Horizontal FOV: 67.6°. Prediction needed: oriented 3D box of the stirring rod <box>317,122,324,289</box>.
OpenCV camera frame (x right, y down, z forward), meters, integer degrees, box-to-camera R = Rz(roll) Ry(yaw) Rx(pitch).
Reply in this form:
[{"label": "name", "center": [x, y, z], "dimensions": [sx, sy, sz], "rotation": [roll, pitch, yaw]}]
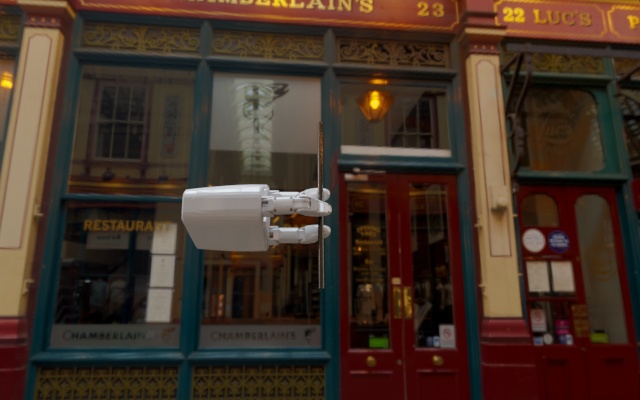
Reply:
[{"label": "stirring rod", "center": [0.000, 0.002, 0.674], "dimensions": [0.011, 0.239, 0.011], "rotation": [-1, -14, 0]}]
